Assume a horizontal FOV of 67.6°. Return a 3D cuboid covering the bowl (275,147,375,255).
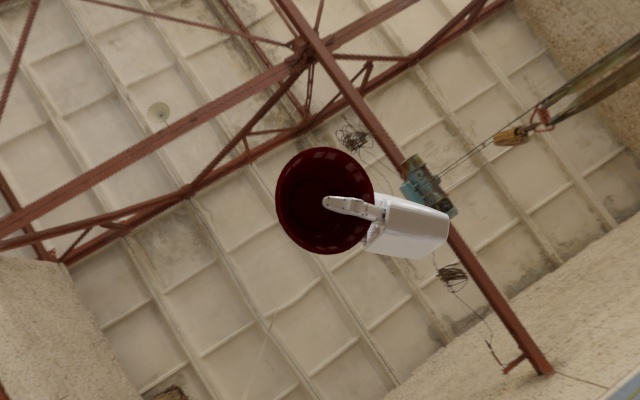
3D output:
[{"bbox_3d":[-0.001,0.002,0.728,0.162,0.162,0.055,0,-6,-23],"label":"bowl"}]
